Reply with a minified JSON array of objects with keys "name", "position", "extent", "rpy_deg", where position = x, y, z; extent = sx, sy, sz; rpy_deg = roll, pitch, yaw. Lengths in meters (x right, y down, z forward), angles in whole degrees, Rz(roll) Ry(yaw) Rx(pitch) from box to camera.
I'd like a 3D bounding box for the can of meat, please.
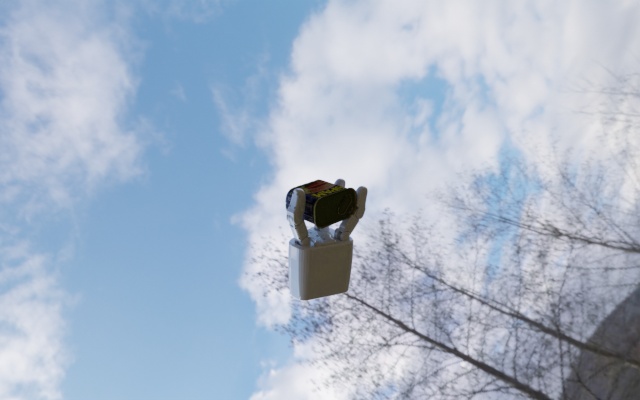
[{"name":"can of meat","position":[0.000,0.003,0.852],"extent":[0.102,0.057,0.084],"rpy_deg":[-19,27,-39]}]
